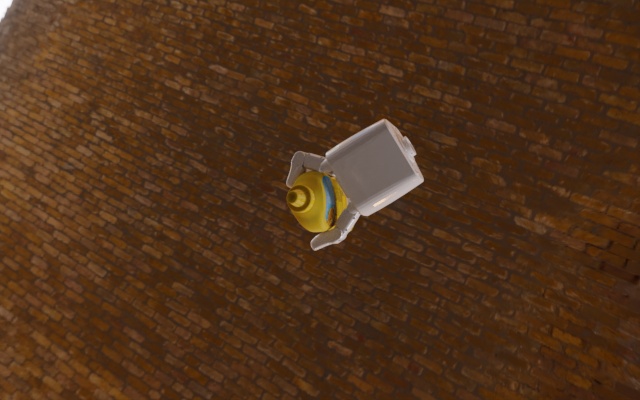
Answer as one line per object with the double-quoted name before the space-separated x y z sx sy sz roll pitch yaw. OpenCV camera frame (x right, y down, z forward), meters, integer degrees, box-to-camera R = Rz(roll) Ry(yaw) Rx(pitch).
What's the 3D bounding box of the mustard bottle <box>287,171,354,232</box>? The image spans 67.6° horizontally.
"mustard bottle" 0.000 0.003 0.759 0.058 0.096 0.191 -5 -6 24
